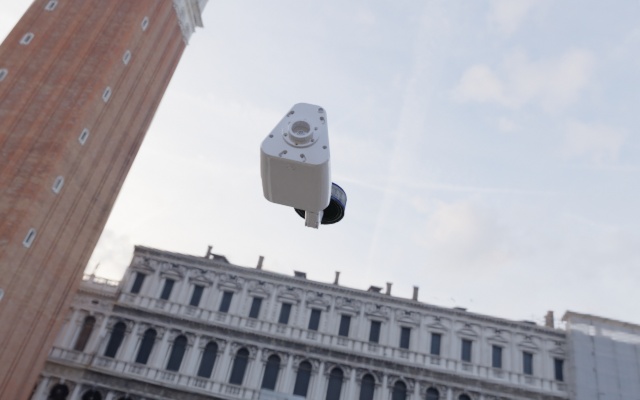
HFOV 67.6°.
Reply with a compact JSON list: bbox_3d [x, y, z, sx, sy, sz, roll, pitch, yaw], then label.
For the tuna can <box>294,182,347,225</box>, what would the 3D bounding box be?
[{"bbox_3d":[0.000,0.002,0.783,0.086,0.033,0.086,9,-36,6],"label":"tuna can"}]
